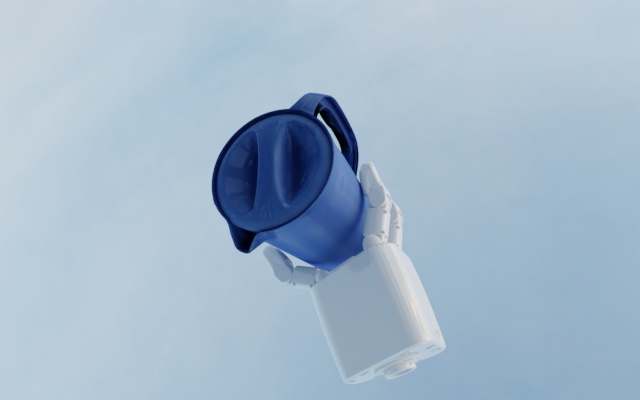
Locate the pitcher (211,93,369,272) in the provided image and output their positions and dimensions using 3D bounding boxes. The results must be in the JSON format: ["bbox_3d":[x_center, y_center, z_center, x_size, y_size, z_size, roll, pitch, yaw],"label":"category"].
[{"bbox_3d":[0.000,0.002,0.557,0.149,0.145,0.243,-29,-31,11],"label":"pitcher"}]
